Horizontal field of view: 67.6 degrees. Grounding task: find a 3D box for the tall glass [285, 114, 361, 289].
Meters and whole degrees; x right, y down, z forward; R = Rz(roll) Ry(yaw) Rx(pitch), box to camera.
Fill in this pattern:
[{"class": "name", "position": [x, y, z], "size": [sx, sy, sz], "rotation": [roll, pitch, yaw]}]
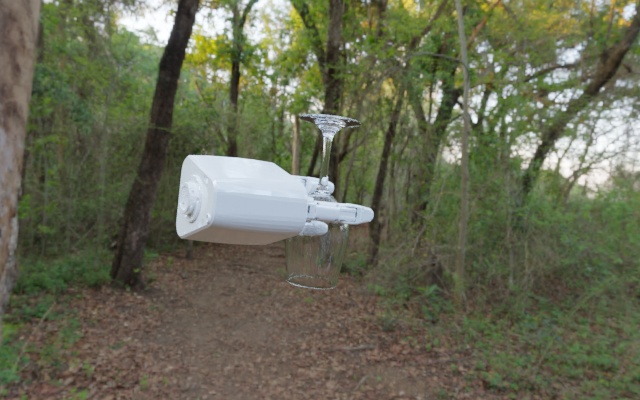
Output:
[{"class": "tall glass", "position": [0.000, 0.001, 0.578], "size": [0.079, 0.201, 0.079], "rotation": [6, 2, 0]}]
